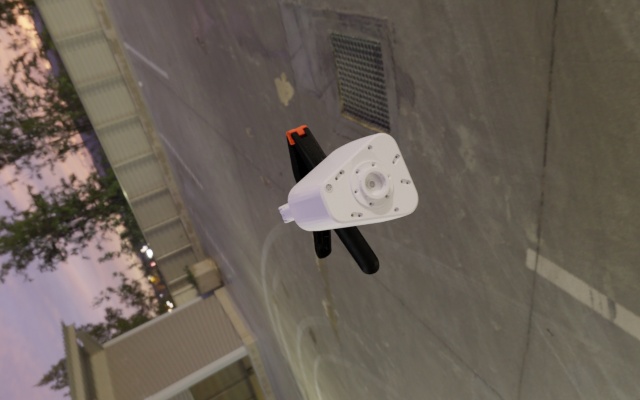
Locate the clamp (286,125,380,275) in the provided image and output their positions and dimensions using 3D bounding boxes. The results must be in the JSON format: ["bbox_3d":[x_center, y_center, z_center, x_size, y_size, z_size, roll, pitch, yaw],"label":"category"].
[{"bbox_3d":[-0.001,0.002,0.662,0.036,0.210,0.164,-25,4,-22],"label":"clamp"}]
